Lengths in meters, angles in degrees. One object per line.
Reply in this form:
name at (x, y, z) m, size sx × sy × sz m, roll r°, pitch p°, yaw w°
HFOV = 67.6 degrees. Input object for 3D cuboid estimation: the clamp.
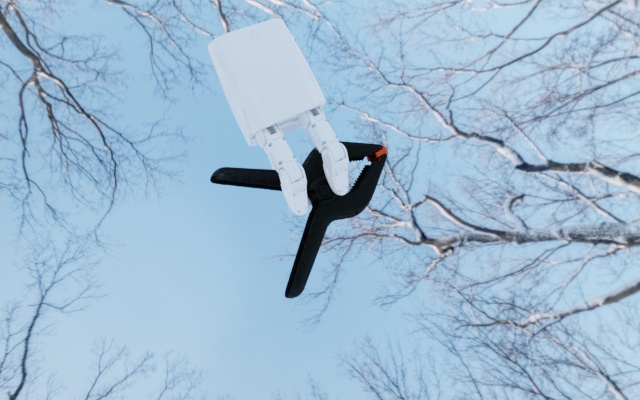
clamp at (0.000, 0.001, 0.558) m, size 0.210 × 0.164 × 0.036 m, roll -27°, pitch 3°, yaw -22°
